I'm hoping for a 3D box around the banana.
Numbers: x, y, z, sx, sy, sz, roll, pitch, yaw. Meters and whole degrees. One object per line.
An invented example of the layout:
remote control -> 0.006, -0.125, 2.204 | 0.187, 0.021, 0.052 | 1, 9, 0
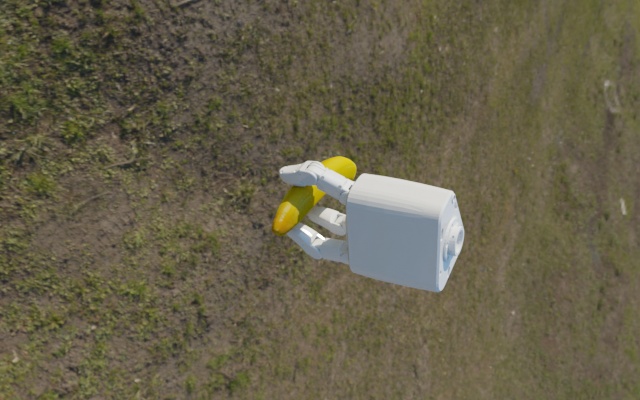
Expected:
banana -> 0.003, -0.016, 0.612 | 0.037, 0.070, 0.197 | 15, 24, 27
